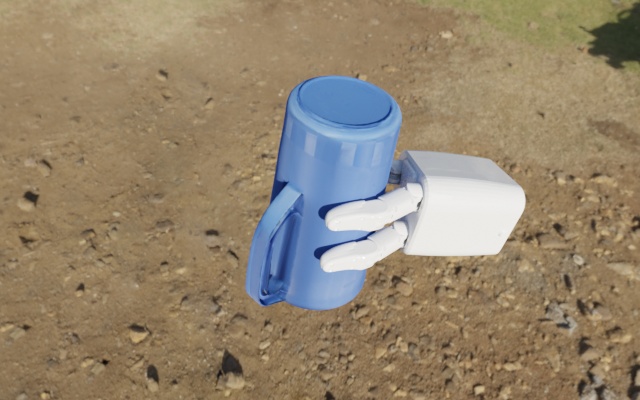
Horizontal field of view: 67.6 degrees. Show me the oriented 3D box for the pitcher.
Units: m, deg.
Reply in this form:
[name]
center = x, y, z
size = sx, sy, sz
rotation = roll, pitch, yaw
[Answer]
[pitcher]
center = 0.000, 0.002, 0.508
size = 0.145, 0.243, 0.149
rotation = 4, 42, -7
